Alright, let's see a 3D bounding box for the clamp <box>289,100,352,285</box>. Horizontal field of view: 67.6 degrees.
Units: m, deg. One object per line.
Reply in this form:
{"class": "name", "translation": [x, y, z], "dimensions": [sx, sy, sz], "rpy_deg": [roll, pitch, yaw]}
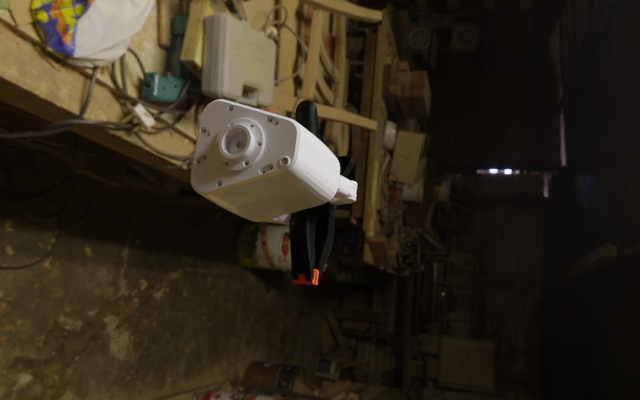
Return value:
{"class": "clamp", "translation": [0.001, 0.002, 0.603], "dimensions": [0.036, 0.210, 0.164], "rpy_deg": [0, -13, 23]}
